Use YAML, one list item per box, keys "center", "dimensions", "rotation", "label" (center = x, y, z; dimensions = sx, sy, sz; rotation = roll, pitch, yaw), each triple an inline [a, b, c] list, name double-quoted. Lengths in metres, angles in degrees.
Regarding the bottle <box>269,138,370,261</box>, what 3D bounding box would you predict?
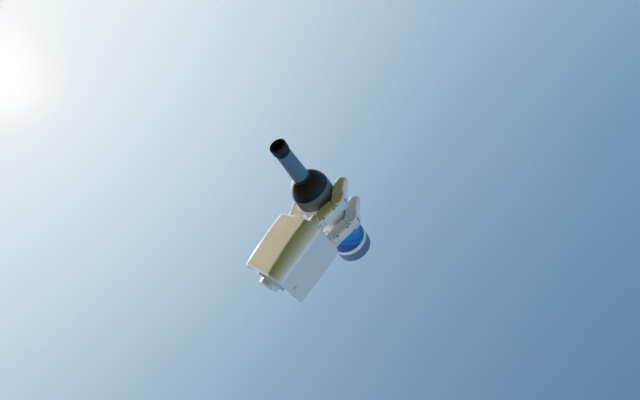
- center: [0.000, 0.003, 0.802]
  dimensions: [0.069, 0.069, 0.296]
  rotation: [0, -35, 32]
  label: "bottle"
